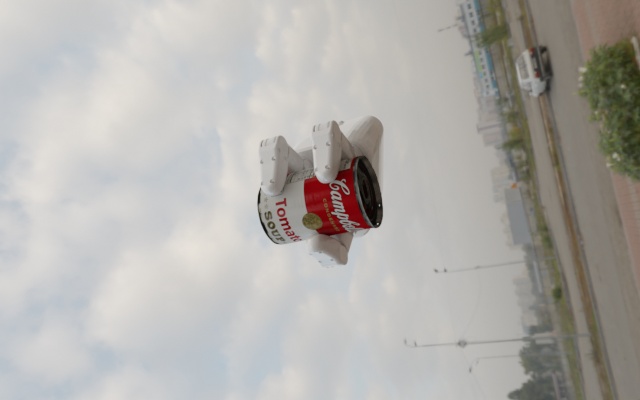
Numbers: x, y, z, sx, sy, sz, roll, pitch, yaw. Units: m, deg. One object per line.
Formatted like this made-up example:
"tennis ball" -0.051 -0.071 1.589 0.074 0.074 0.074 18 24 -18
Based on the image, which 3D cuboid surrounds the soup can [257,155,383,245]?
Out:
"soup can" 0.000 0.002 0.453 0.102 0.068 0.068 -12 -5 22
